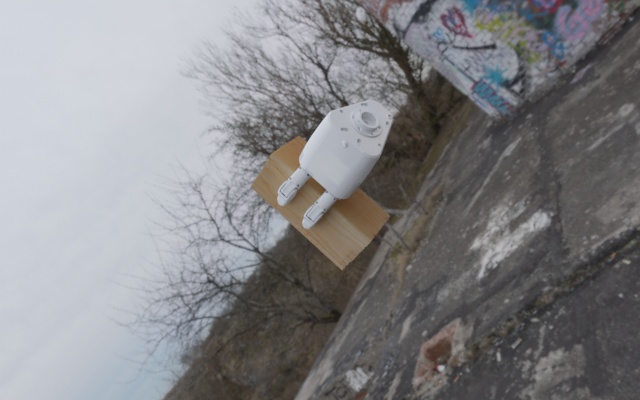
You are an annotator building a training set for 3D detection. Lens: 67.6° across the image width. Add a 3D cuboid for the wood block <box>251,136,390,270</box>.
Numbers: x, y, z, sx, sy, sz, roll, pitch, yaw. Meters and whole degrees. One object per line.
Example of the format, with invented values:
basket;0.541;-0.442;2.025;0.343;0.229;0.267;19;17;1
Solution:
wood block;0.000;0.002;0.796;0.090;0.206;0.090;-51;-6;40
